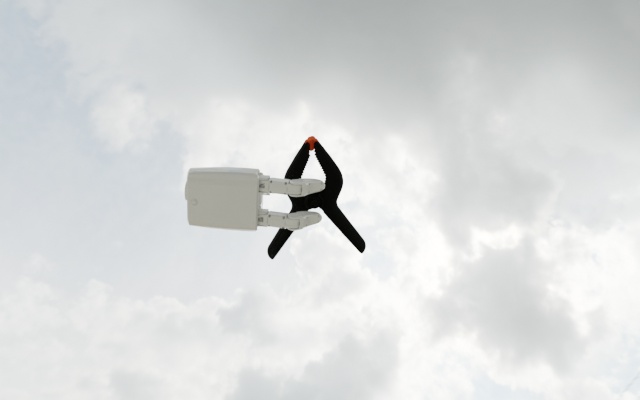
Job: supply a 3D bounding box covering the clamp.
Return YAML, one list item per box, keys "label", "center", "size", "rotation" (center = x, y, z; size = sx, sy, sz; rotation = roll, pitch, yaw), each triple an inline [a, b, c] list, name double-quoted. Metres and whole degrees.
- label: "clamp"
  center: [0.000, 0.002, 0.771]
  size: [0.164, 0.210, 0.036]
  rotation: [3, 20, -6]
